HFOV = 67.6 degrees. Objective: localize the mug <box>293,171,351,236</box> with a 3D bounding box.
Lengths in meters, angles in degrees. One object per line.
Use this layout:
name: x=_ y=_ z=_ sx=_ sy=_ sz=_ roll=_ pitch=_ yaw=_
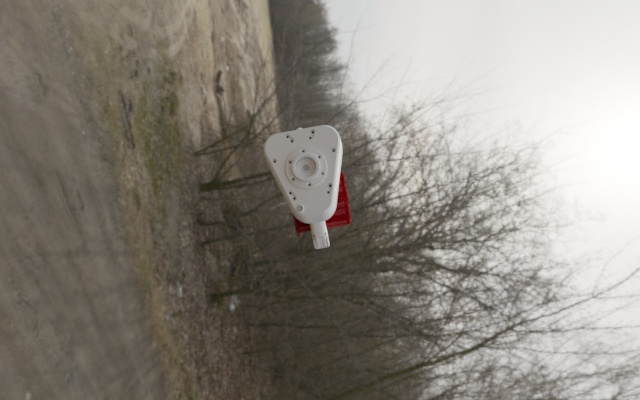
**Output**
mug: x=0.000 y=0.003 z=0.728 sx=0.081 sy=0.093 sz=0.117 roll=-9 pitch=-3 yaw=1
